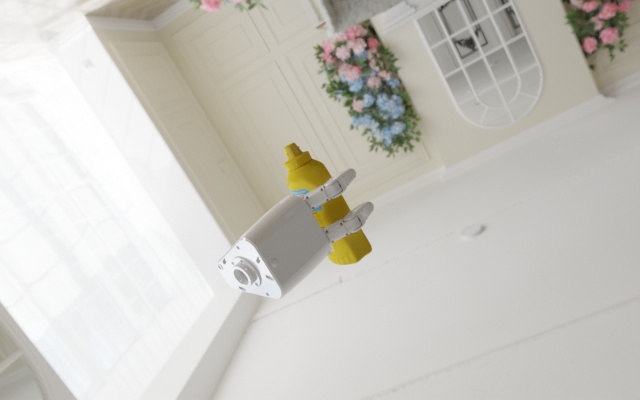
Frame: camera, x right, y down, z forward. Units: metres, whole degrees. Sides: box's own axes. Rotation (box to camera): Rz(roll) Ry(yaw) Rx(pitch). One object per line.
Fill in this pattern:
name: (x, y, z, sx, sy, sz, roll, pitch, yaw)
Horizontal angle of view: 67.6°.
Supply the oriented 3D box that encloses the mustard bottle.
mustard bottle: (0.000, 0.002, 0.704, 0.058, 0.192, 0.096, -34, 13, -20)
